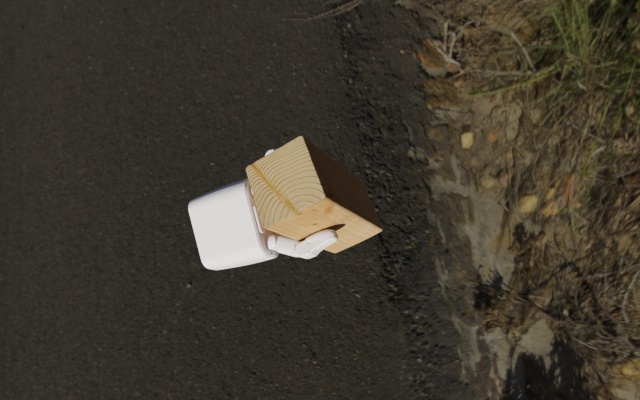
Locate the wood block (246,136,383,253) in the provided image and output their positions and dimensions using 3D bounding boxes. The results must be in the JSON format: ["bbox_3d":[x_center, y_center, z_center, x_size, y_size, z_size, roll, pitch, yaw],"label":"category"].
[{"bbox_3d":[0.000,0.003,0.661,0.090,0.090,0.206,-27,-24,18],"label":"wood block"}]
